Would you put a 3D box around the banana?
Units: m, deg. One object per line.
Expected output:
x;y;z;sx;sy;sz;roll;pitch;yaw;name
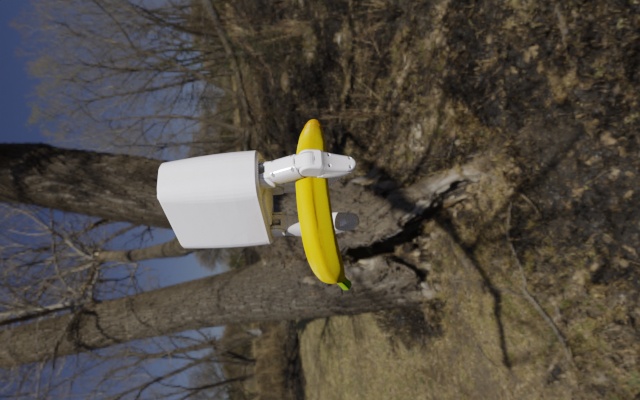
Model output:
-0.003;0.005;0.518;0.037;0.198;0.069;-9;-3;11;banana
